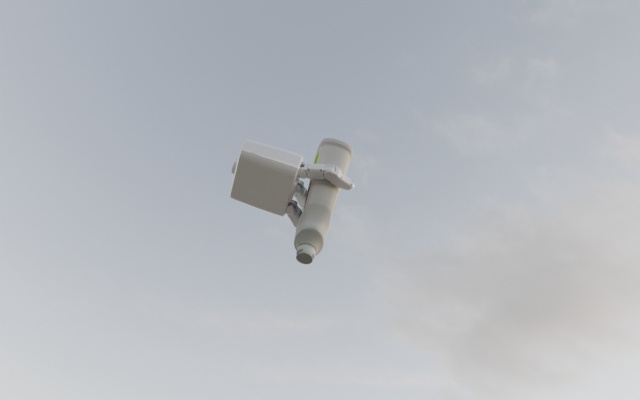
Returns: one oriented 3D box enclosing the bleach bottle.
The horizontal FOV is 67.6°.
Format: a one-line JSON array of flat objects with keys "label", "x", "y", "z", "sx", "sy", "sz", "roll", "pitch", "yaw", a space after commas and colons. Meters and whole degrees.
[{"label": "bleach bottle", "x": 0.000, "y": 0.003, "z": 0.851, "sx": 0.068, "sy": 0.250, "sz": 0.103, "roll": 17, "pitch": -45, "yaw": -1}]
